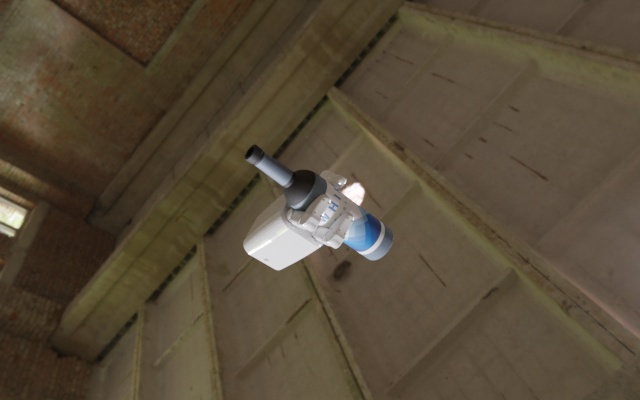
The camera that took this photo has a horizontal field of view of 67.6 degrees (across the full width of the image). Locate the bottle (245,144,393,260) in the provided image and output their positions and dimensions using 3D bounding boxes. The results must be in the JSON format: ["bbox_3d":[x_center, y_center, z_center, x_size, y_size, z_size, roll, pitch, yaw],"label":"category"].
[{"bbox_3d":[0.000,0.003,0.777,0.296,0.069,0.069,36,-20,-30],"label":"bottle"}]
